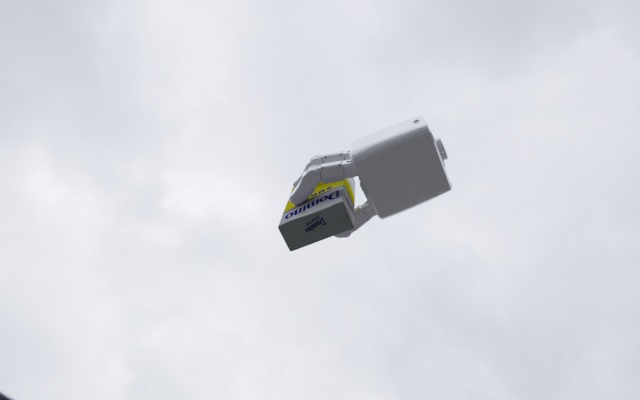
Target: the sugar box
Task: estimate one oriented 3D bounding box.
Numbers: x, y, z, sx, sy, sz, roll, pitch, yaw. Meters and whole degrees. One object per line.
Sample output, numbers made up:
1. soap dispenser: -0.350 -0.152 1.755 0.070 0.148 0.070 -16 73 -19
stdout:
1. sugar box: 0.000 0.002 0.677 0.093 0.048 0.176 -21 16 12
